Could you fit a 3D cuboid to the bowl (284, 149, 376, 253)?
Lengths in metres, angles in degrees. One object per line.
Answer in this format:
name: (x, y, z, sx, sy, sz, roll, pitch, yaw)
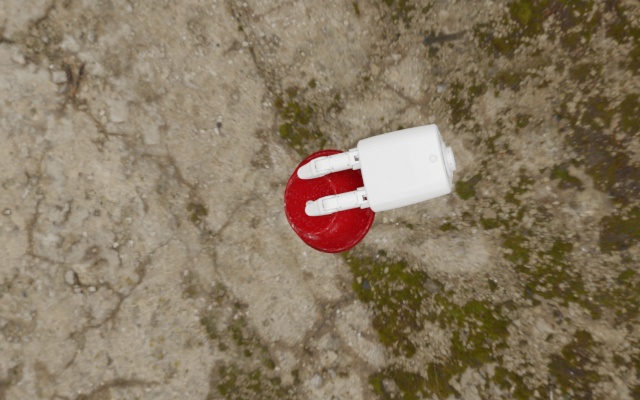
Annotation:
bowl: (-0.001, 0.003, 0.718, 0.162, 0.162, 0.055, 0, 2, 32)
